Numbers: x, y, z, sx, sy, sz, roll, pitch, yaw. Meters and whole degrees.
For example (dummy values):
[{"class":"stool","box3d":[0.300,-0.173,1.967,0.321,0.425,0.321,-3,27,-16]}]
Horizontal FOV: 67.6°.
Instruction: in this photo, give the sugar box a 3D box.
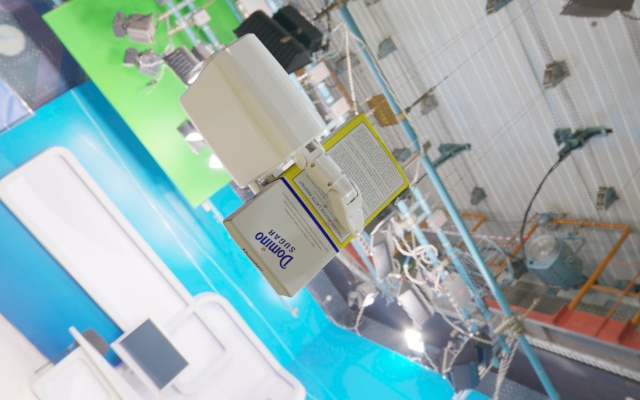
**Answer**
[{"class":"sugar box","box3d":[0.000,0.001,0.470,0.176,0.093,0.048,-40,11,-21]}]
